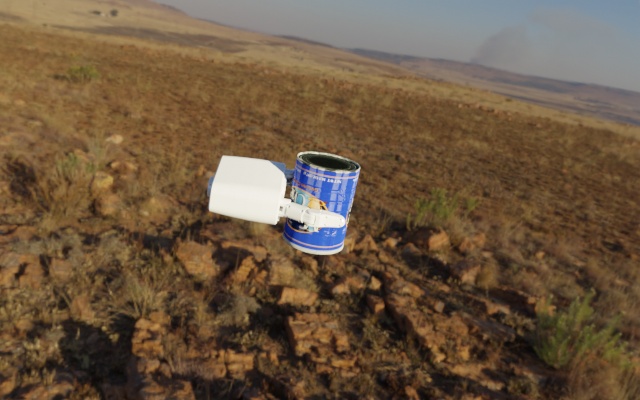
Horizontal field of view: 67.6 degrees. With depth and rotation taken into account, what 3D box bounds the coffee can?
[{"bbox_3d":[0.000,0.003,0.773,0.103,0.140,0.102,10,19,-3],"label":"coffee can"}]
